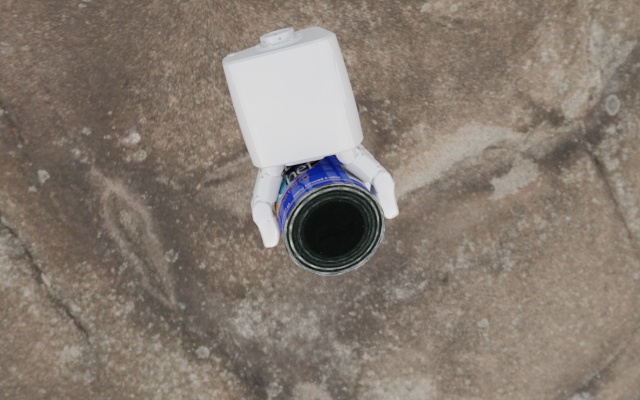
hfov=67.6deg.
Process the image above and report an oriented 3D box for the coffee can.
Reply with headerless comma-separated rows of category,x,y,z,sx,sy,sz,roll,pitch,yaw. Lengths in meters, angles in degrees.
coffee can,0.000,0.002,0.526,0.103,0.103,0.140,0,24,-13
